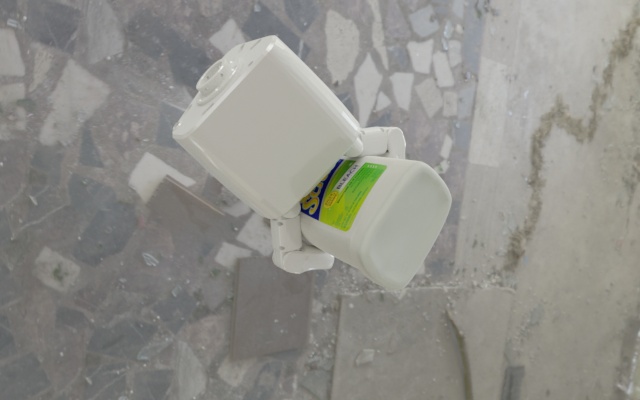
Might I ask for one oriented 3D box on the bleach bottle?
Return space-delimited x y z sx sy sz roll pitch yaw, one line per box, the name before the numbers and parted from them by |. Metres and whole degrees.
bleach bottle | 0.000 0.001 0.464 0.068 0.102 0.251 43 -16 -32
